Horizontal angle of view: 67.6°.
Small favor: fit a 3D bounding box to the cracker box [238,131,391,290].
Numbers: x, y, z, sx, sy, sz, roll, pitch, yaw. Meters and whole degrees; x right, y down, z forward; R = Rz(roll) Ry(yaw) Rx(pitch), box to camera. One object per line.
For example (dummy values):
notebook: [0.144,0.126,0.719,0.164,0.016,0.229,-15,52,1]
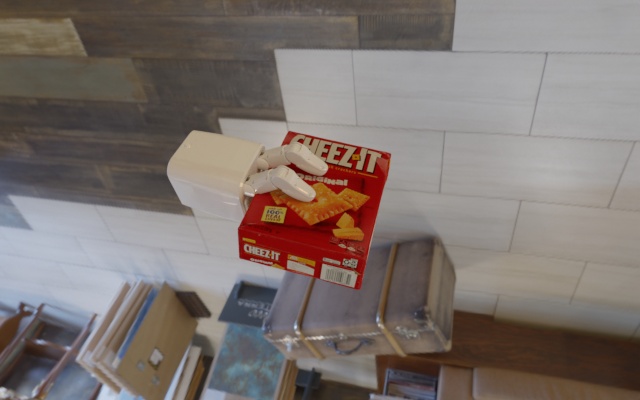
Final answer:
cracker box: [0.000,0.002,0.661,0.164,0.072,0.213,14,46,7]
